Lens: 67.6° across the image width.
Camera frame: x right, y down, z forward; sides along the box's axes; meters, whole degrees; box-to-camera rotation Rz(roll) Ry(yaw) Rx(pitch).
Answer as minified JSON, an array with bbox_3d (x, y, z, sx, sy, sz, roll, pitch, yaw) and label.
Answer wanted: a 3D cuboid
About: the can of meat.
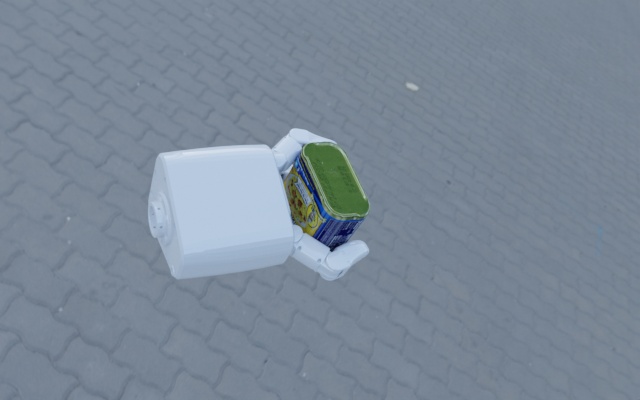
[{"bbox_3d":[0.000,0.002,0.496,0.057,0.102,0.084,-5,-34,-30],"label":"can of meat"}]
